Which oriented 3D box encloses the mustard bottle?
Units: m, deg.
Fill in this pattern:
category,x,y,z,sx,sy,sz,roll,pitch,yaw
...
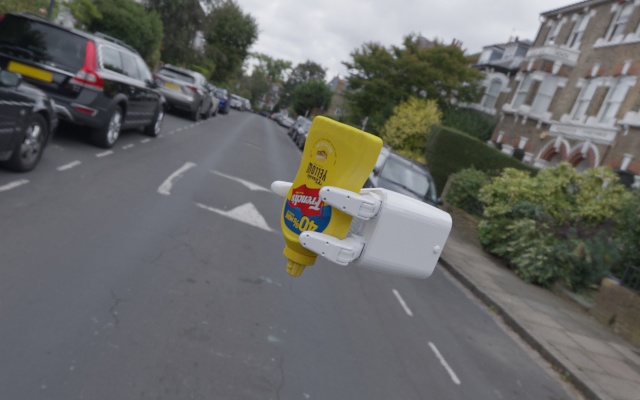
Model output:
category,x,y,z,sx,sy,sz,roll,pitch,yaw
mustard bottle,0.000,0.002,0.571,0.058,0.191,0.096,10,14,-48
